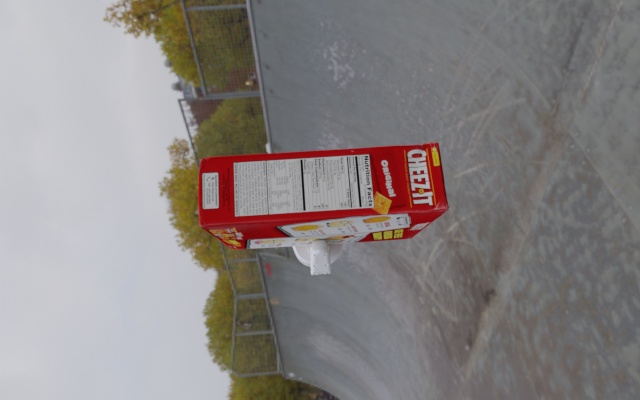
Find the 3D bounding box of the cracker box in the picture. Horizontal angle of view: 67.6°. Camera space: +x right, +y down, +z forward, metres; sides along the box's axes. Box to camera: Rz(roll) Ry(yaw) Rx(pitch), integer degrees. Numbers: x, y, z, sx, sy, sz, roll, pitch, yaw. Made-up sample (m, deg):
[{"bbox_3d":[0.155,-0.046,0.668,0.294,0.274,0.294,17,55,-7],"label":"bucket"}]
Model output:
[{"bbox_3d":[0.000,0.002,0.484,0.214,0.072,0.164,-4,-13,-2],"label":"cracker box"}]
